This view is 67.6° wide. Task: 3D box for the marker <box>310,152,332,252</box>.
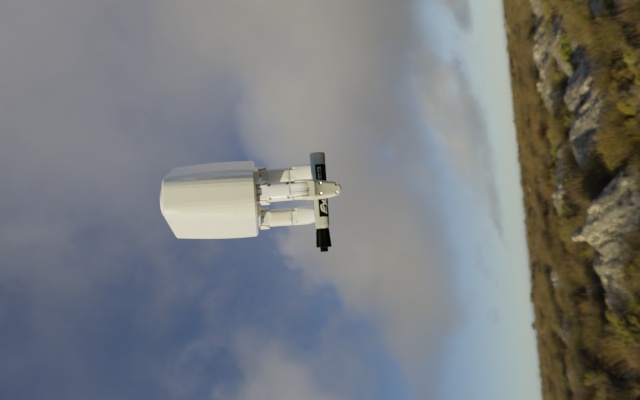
[{"bbox_3d":[0.000,0.002,0.582,0.020,0.121,0.020,-4,-5,0],"label":"marker"}]
